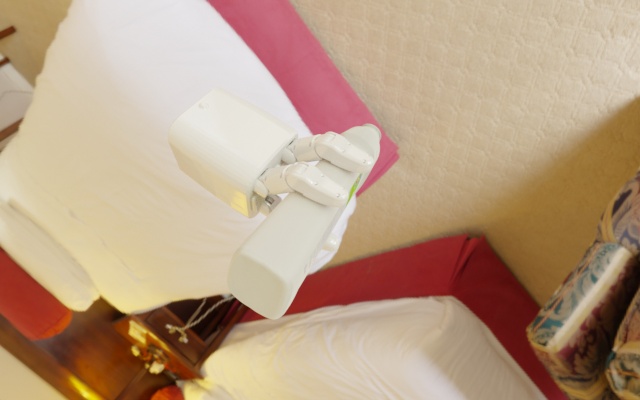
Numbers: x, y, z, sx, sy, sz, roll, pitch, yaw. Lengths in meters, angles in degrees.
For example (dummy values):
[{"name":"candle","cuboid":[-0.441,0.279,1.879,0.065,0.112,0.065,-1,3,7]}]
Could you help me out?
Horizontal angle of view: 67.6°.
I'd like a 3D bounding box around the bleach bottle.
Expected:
[{"name":"bleach bottle","cuboid":[0.000,0.002,0.518,0.068,0.250,0.103,32,-38,6]}]
